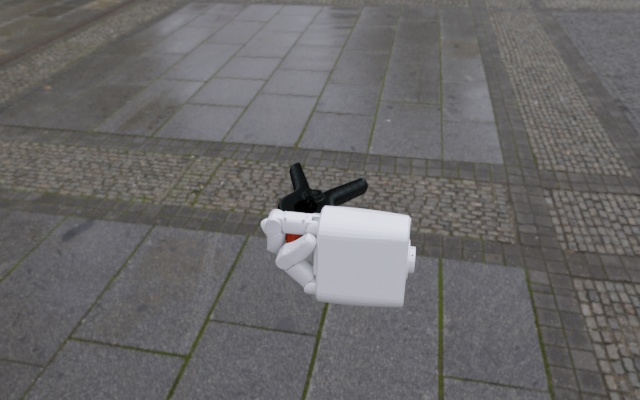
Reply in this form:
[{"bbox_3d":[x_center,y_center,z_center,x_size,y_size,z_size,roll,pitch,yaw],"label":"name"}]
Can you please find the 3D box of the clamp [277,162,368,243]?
[{"bbox_3d":[0.000,0.002,0.660,0.120,0.039,0.171,5,36,9],"label":"clamp"}]
